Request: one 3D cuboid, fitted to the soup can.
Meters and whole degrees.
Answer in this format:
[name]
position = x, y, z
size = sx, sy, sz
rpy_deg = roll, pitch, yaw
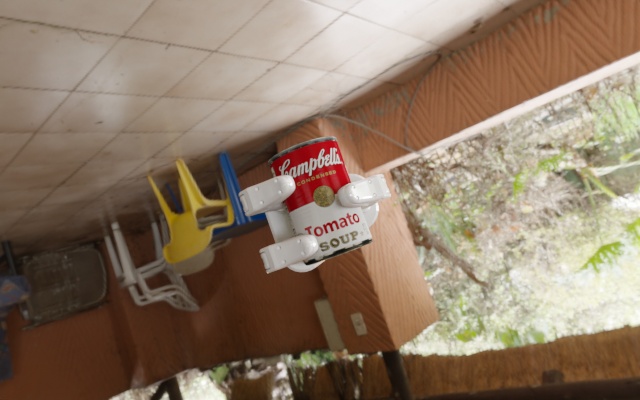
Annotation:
[soup can]
position = 0.000, 0.002, 0.439
size = 0.068, 0.102, 0.068
rpy_deg = -19, -6, -2
